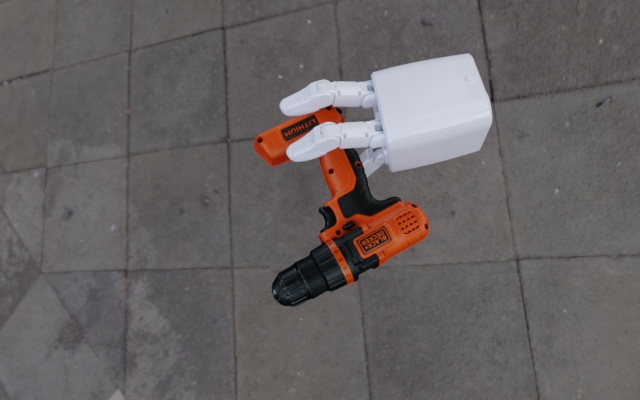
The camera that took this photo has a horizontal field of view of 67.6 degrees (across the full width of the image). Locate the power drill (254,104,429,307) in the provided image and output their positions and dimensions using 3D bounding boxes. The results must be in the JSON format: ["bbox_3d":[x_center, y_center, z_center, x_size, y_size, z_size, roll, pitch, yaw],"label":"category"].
[{"bbox_3d":[0.000,0.001,0.526,0.184,0.187,0.057,-27,-10,-9],"label":"power drill"}]
